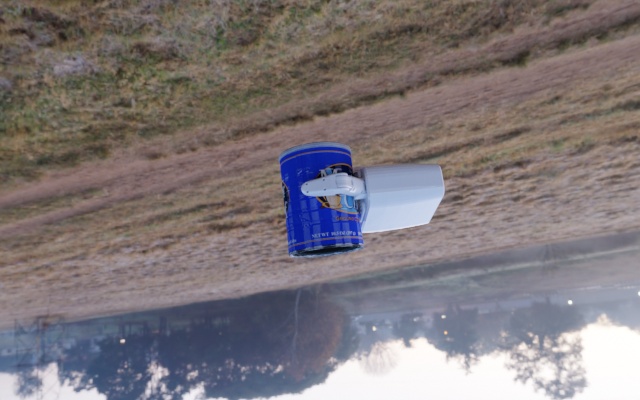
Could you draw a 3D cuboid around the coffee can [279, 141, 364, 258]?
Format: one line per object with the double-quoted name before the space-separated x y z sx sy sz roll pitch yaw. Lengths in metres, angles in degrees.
"coffee can" 0.000 0.002 0.658 0.103 0.140 0.103 -7 -12 -1
